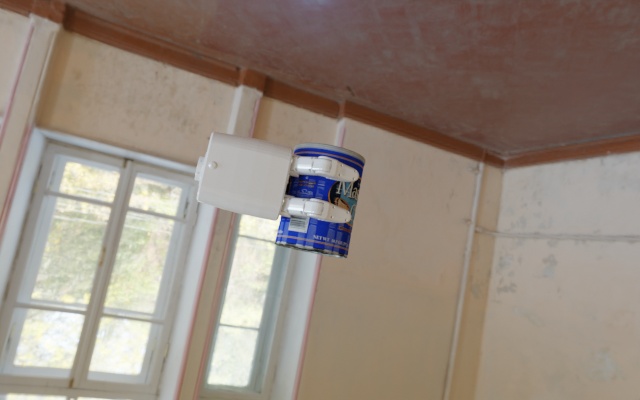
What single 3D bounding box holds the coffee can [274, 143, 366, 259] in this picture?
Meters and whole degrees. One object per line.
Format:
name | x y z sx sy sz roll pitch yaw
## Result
coffee can | 0.000 0.002 0.665 0.103 0.140 0.103 11 -8 2
